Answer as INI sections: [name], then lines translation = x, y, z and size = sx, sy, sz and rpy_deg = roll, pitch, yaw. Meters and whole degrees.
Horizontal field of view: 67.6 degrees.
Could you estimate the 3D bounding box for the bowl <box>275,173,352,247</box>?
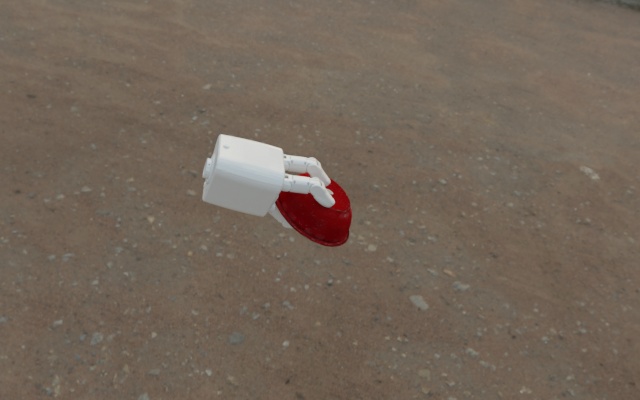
[bowl]
translation = 0.001, 0.003, 0.842
size = 0.162, 0.162, 0.055
rpy_deg = 0, -42, -49
